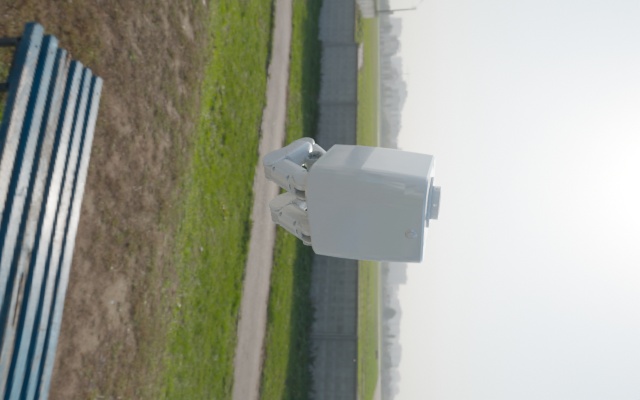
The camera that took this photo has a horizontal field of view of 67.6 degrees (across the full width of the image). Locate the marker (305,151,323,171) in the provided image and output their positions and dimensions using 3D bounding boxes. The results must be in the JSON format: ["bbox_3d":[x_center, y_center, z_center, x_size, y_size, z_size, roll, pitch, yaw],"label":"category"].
[{"bbox_3d":[0.000,0.002,0.518,0.020,0.121,0.020,-5,38,4],"label":"marker"}]
